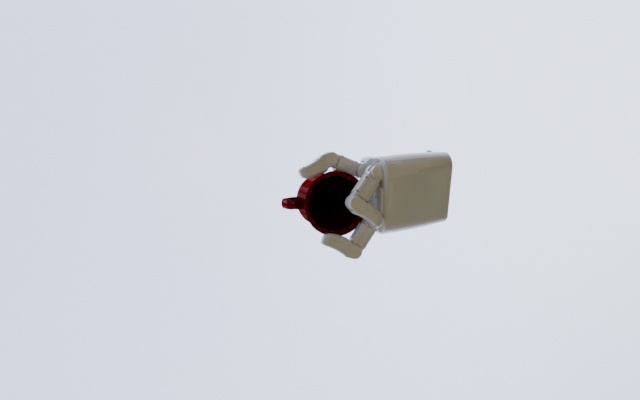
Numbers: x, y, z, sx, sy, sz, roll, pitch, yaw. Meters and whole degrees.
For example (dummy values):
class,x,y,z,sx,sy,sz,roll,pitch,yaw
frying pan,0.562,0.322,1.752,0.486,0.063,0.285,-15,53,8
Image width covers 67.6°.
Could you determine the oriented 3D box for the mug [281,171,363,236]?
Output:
class,x,y,z,sx,sy,sz,roll,pitch,yaw
mug,-0.001,0.003,0.705,0.117,0.093,0.081,-5,7,-16
